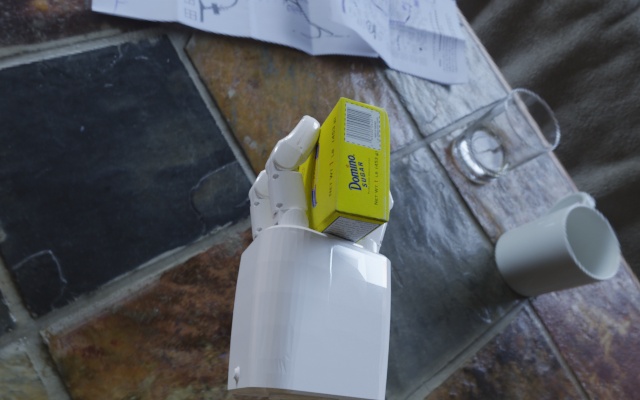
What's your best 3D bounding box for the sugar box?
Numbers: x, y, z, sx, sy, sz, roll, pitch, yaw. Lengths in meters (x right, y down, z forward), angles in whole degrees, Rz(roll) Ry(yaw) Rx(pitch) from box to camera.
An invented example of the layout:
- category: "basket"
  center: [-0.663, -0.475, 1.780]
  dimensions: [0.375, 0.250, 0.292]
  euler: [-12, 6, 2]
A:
- category: "sugar box"
  center: [0.000, 0.001, 0.405]
  dimensions: [0.048, 0.093, 0.176]
  euler: [13, -26, -19]
